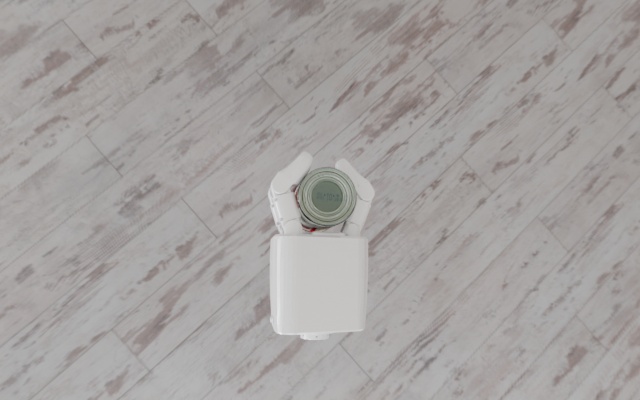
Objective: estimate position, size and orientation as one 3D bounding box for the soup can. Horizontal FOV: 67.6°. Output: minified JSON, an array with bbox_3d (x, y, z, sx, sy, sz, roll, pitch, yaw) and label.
[{"bbox_3d":[0.000,0.001,0.568,0.068,0.068,0.102,0,-7,-9],"label":"soup can"}]
